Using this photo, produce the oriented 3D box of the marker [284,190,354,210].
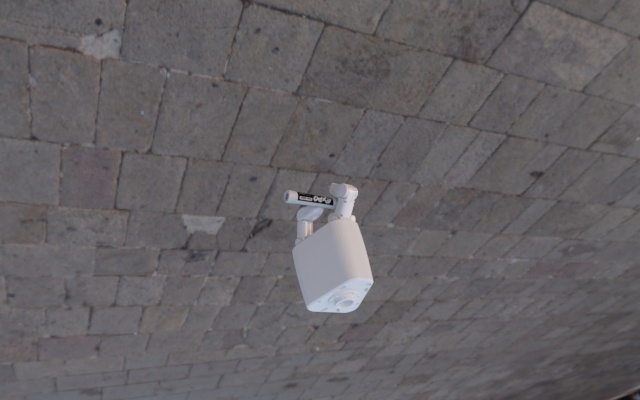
[{"bbox_3d":[0.000,0.002,0.747,0.121,0.020,0.020,10,-5,-30],"label":"marker"}]
